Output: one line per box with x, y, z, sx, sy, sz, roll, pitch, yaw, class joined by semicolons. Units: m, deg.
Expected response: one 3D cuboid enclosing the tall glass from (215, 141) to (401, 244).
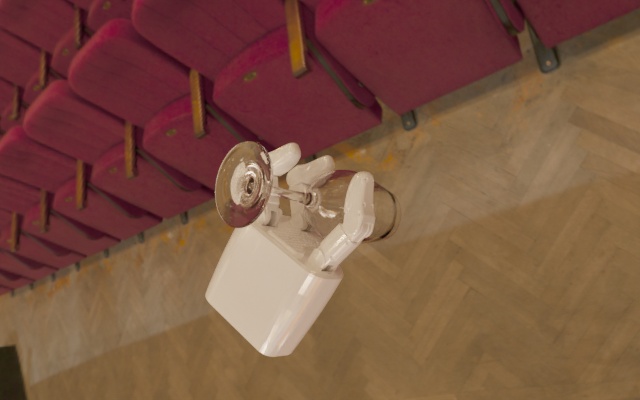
0.000;0.001;0.471;0.079;0.079;0.201;0;-9;42;tall glass
